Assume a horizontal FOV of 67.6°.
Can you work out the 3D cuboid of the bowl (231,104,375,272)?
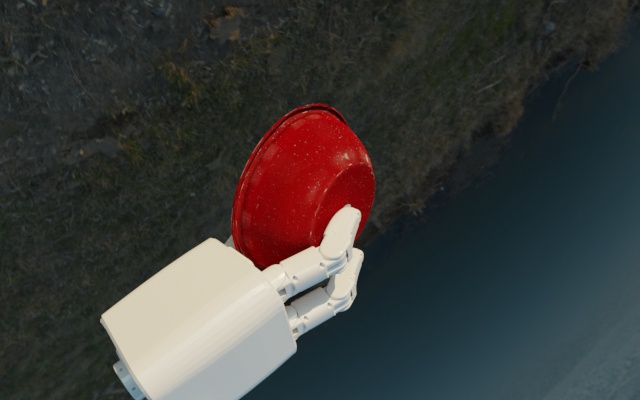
[{"bbox_3d":[0.001,0.001,0.418,0.055,0.162,0.162,25,13,31],"label":"bowl"}]
